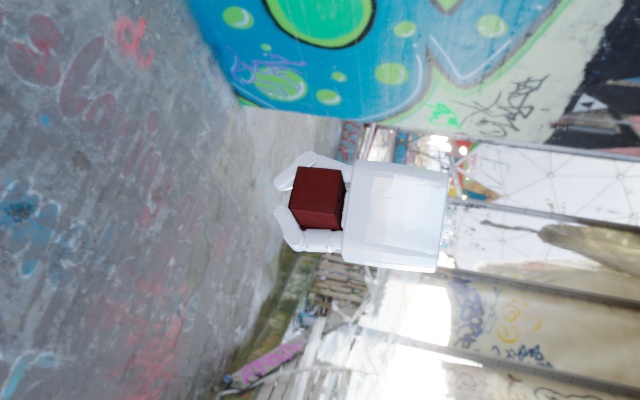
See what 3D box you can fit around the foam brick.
[{"bbox_3d":[0.000,0.002,0.542,0.051,0.053,0.078,6,-21,12],"label":"foam brick"}]
